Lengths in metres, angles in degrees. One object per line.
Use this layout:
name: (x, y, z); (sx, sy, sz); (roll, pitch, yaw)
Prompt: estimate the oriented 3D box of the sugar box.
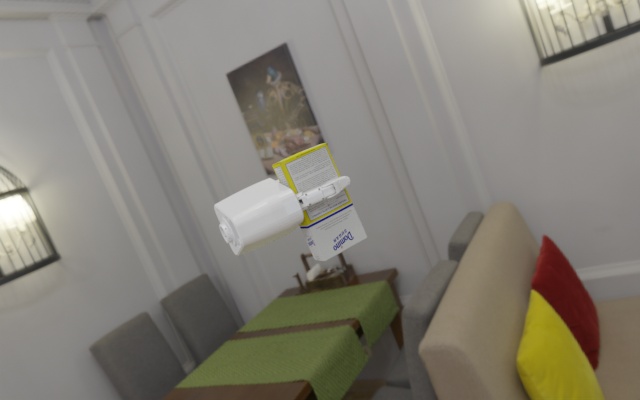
sugar box: (0.000, 0.003, 0.789); (0.093, 0.176, 0.048); (-26, 9, -23)
